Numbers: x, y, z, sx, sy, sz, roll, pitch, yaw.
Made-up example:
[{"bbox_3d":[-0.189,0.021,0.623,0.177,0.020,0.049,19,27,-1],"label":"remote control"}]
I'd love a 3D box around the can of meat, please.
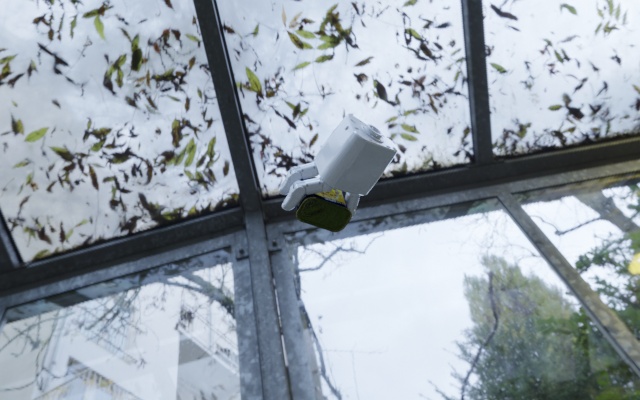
[{"bbox_3d":[0.000,0.003,0.896,0.102,0.057,0.084,19,30,-25],"label":"can of meat"}]
